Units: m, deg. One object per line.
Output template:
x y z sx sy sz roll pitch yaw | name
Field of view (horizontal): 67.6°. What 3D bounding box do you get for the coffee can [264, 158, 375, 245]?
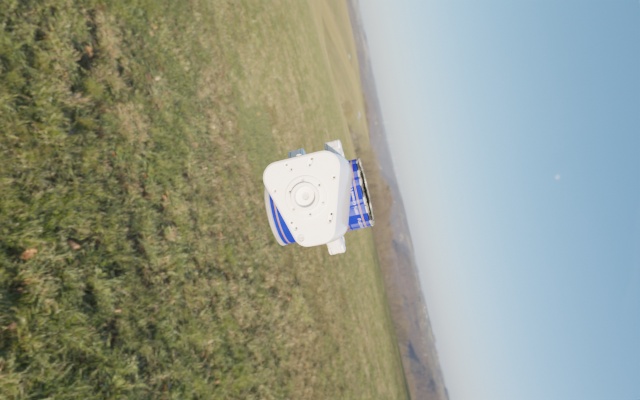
0.000 0.002 0.705 0.140 0.103 0.103 -13 -2 9 | coffee can
